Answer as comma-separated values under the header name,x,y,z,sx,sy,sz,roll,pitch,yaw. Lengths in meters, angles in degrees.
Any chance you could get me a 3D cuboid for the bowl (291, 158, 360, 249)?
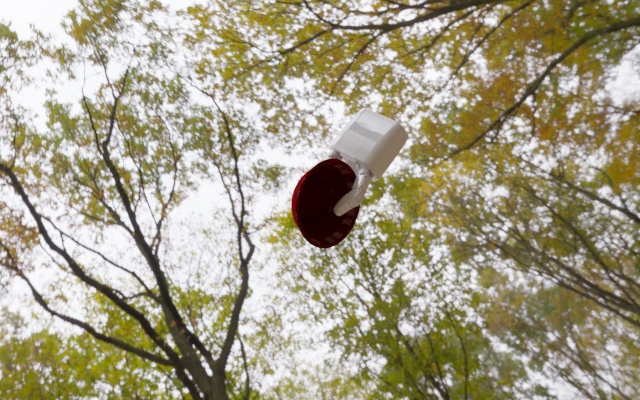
name,x,y,z,sx,sy,sz,roll,pitch,yaw
bowl,-0.001,0.004,0.863,0.162,0.162,0.055,0,8,-45
